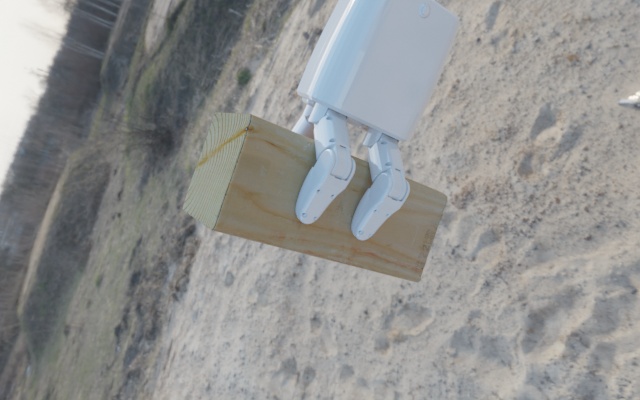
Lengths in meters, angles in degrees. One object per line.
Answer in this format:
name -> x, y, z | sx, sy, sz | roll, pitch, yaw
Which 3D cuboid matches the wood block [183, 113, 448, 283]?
wood block -> 0.000, 0.001, 0.425 | 0.206, 0.090, 0.091 | 19, 0, -31
